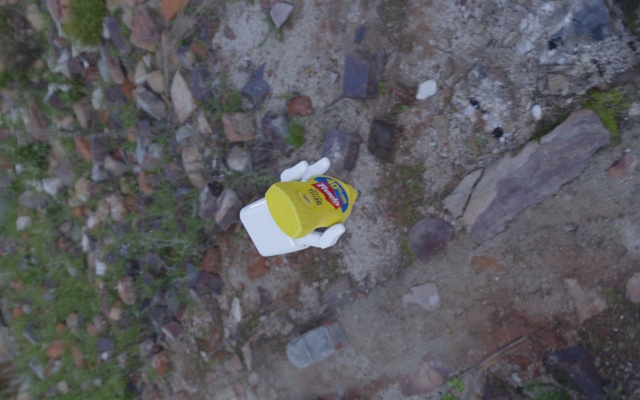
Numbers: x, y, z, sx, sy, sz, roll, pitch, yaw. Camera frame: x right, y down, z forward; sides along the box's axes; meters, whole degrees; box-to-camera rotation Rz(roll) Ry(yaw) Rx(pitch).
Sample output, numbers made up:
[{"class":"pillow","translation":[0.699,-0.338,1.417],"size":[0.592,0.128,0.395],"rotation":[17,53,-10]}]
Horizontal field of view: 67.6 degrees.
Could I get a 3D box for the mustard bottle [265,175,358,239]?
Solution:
[{"class":"mustard bottle","translation":[0.000,0.003,0.832],"size":[0.191,0.096,0.058],"rotation":[-14,-27,-47]}]
